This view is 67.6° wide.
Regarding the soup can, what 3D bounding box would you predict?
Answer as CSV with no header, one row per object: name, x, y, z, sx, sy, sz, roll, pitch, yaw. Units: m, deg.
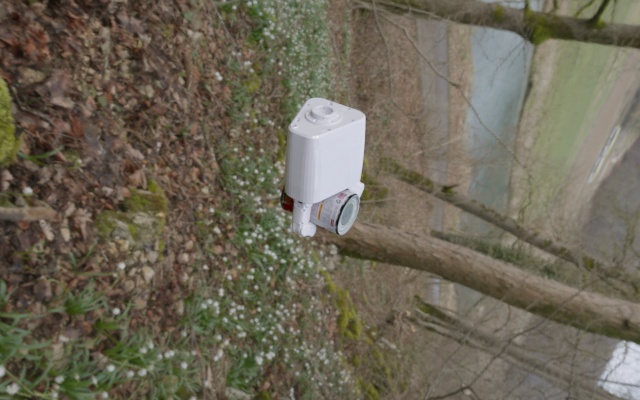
soup can,0.000,0.003,0.722,0.102,0.068,0.068,24,10,23
